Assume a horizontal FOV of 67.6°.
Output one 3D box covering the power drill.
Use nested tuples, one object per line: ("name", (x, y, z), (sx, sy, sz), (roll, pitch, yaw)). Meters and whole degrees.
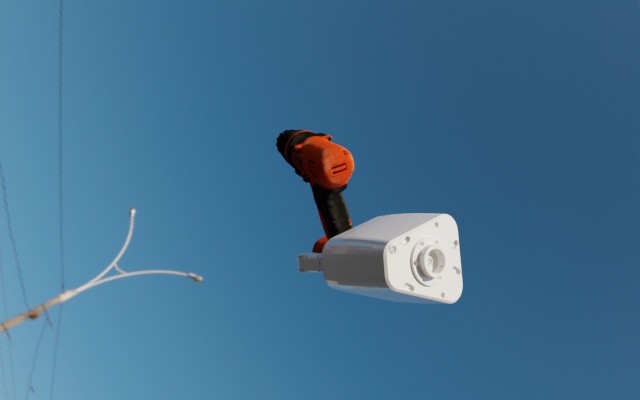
("power drill", (0.000, 0.002, 0.620), (0.057, 0.188, 0.184), (-22, 23, -14))
